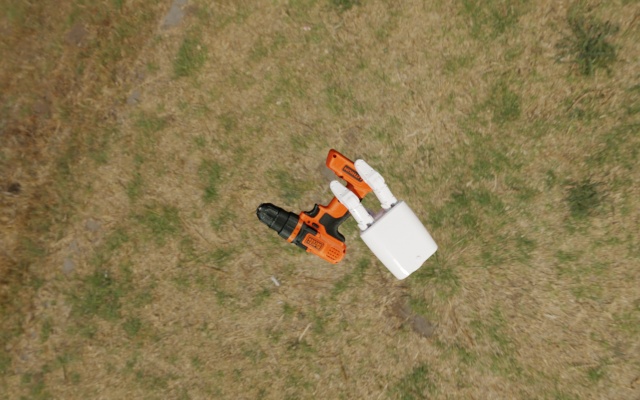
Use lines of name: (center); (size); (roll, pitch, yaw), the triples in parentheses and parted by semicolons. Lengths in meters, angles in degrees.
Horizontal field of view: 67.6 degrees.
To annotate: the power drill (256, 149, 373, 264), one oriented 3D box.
power drill: (0.001, 0.003, 0.869); (0.184, 0.188, 0.057); (31, 12, -14)
